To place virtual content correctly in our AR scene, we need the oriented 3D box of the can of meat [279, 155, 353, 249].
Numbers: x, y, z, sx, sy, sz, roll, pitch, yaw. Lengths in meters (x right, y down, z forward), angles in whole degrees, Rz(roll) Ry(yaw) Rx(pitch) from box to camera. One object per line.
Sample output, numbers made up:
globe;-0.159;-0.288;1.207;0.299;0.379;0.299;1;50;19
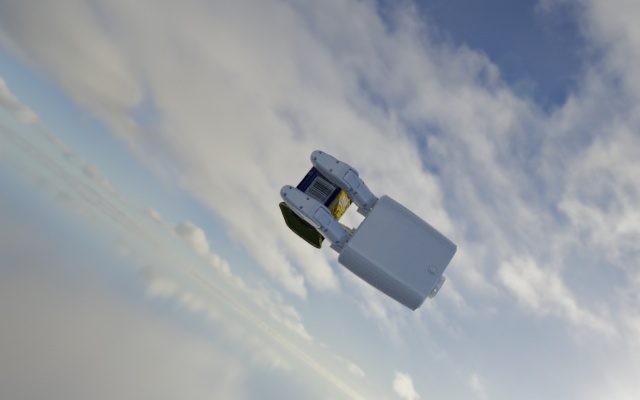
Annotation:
can of meat;0.000;0.002;0.593;0.057;0.084;0.102;34;-16;16
